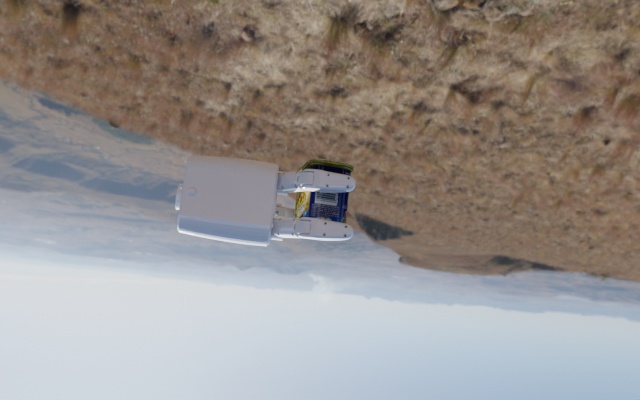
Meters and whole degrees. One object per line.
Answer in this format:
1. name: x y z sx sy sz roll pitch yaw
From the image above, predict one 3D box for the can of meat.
1. can of meat: 0.000 0.002 0.595 0.057 0.084 0.102 9 -11 -13
